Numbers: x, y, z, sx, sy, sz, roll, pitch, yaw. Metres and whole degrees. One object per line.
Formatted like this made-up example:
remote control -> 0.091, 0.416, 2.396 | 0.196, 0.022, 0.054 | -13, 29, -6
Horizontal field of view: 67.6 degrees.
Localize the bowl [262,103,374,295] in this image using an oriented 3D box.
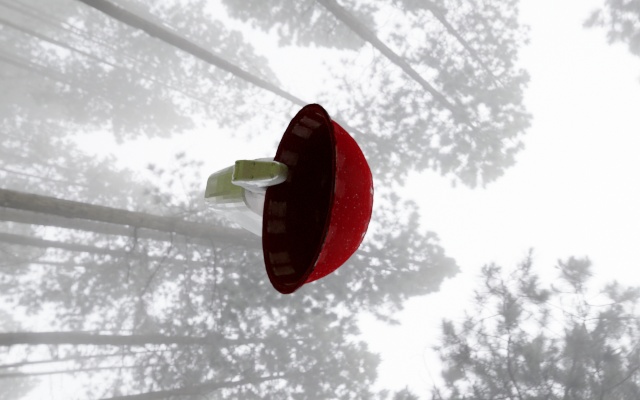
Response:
bowl -> 0.001, 0.002, 0.412 | 0.055, 0.162, 0.162 | 10, -4, -23
